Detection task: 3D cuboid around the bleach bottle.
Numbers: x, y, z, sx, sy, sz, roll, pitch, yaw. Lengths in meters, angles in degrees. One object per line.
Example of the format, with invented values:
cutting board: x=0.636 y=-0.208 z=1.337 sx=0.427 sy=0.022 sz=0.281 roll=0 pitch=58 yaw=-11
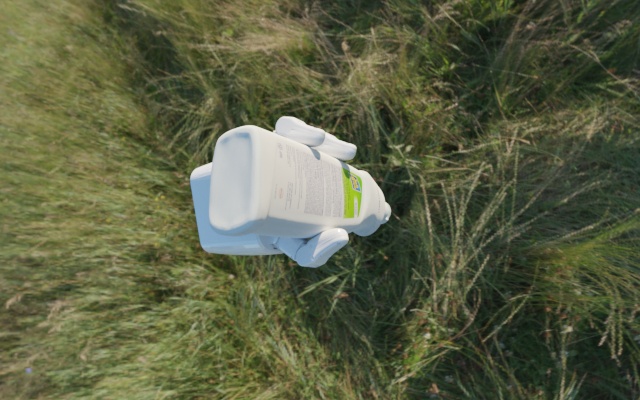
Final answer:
bleach bottle: x=0.000 y=0.002 z=0.514 sx=0.068 sy=0.102 sz=0.251 roll=-8 pitch=-15 yaw=38
